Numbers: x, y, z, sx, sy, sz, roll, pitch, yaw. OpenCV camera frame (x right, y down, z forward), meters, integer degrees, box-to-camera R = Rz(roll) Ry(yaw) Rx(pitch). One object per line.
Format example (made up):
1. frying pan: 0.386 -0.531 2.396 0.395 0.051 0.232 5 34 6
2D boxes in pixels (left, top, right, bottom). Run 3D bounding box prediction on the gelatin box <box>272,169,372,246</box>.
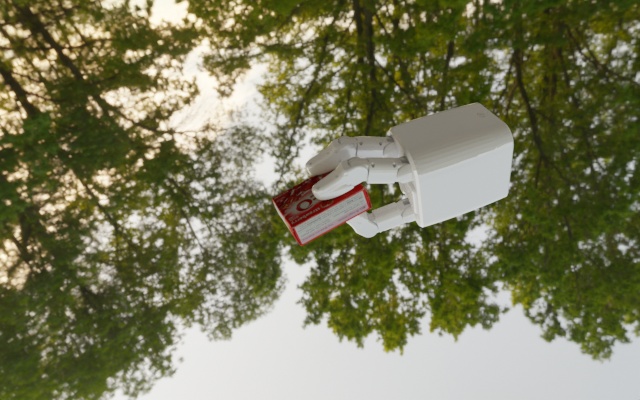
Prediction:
1. gelatin box: 0.000 0.002 0.518 0.089 0.030 0.073 -29 32 -8
